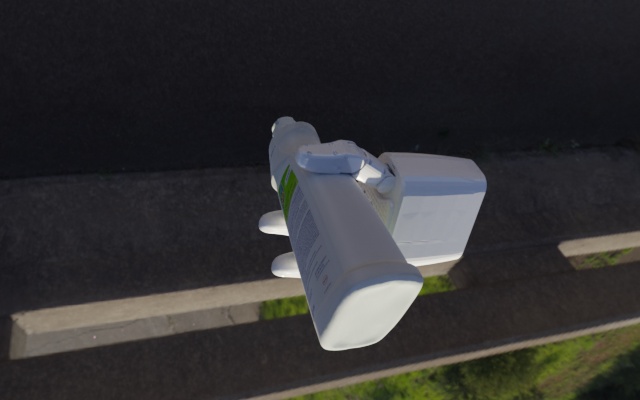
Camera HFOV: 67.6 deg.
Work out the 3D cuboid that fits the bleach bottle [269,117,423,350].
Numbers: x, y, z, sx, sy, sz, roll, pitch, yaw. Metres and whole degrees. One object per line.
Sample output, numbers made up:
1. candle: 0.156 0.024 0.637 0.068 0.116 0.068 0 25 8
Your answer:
1. bleach bottle: 0.000 0.002 0.440 0.068 0.103 0.250 0 45 -25
